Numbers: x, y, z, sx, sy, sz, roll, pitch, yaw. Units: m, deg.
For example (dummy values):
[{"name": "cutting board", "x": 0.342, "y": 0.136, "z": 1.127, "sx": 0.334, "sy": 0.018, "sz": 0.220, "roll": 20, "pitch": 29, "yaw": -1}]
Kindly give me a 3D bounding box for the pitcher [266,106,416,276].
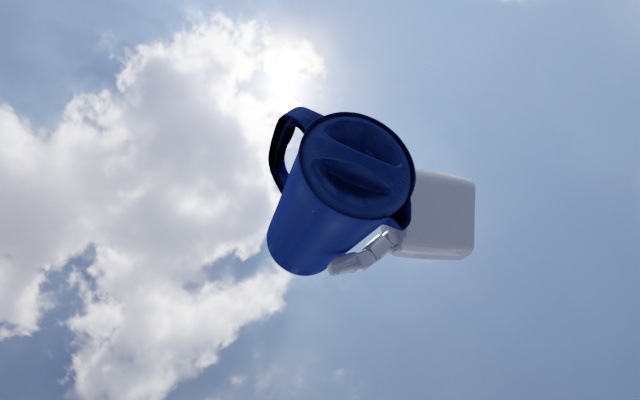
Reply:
[{"name": "pitcher", "x": 0.000, "y": 0.002, "z": 0.602, "sx": 0.145, "sy": 0.149, "sz": 0.243, "roll": 6, "pitch": -27, "yaw": -17}]
